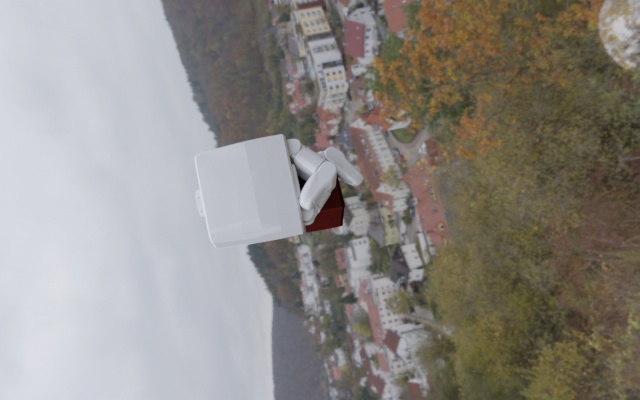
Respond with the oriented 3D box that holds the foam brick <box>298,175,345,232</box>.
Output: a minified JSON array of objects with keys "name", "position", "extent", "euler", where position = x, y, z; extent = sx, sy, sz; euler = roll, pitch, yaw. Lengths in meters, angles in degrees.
[{"name":"foam brick","position":[0.000,0.002,0.620],"extent":[0.051,0.053,0.078],"euler":[-12,-22,-4]}]
